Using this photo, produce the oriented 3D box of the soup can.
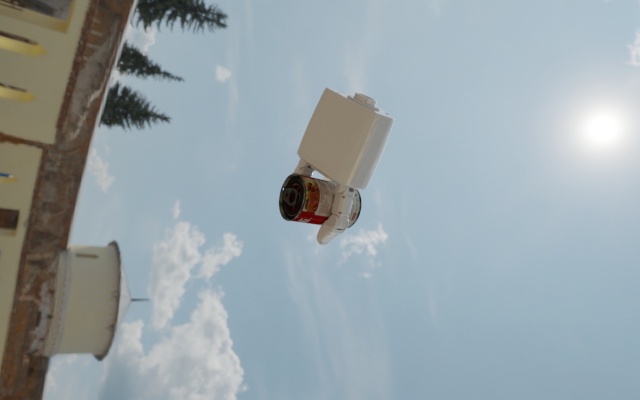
[{"bbox_3d":[0.000,0.003,0.693,0.102,0.068,0.068,10,-6,-34],"label":"soup can"}]
